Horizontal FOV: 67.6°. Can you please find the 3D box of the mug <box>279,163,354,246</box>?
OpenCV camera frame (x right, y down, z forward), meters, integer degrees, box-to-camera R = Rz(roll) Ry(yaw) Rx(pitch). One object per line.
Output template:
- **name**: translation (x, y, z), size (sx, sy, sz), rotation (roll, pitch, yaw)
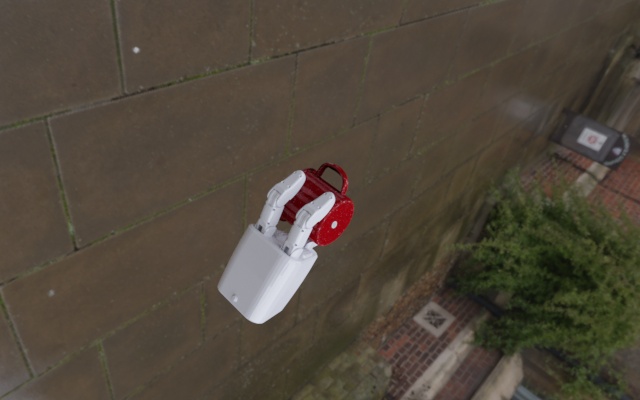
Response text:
- **mug**: translation (0.001, 0.001, 0.693), size (0.081, 0.117, 0.093), rotation (36, 13, 28)
